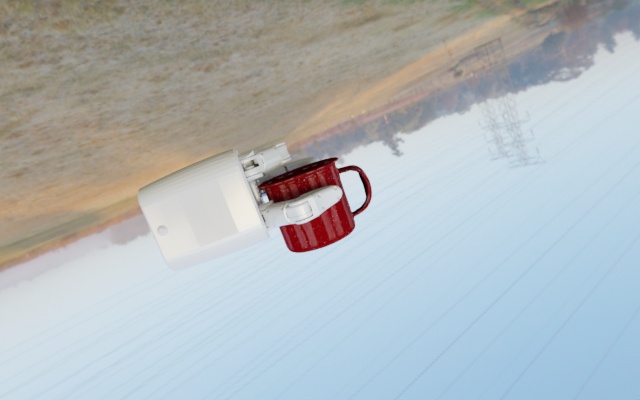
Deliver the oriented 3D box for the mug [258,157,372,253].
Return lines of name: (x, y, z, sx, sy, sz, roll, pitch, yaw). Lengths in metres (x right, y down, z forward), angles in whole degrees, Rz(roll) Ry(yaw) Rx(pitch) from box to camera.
mug: (0.002, 0.001, 0.527, 0.117, 0.081, 0.093, -20, 9, -1)
